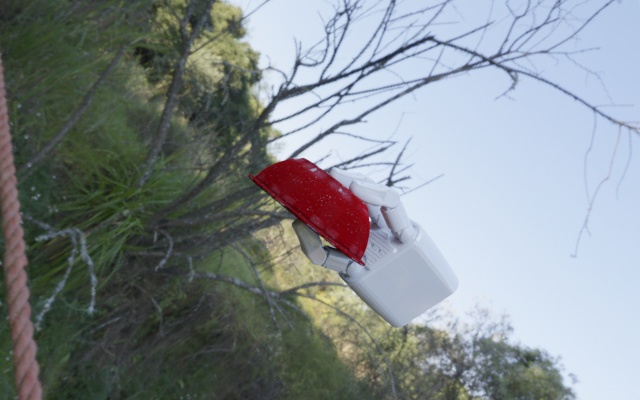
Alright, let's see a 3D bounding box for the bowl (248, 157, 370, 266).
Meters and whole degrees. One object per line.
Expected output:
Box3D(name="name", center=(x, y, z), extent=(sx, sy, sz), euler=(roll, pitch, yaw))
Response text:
Box3D(name="bowl", center=(0.000, 0.001, 0.526), extent=(0.162, 0.055, 0.162), euler=(38, -1, 0))
